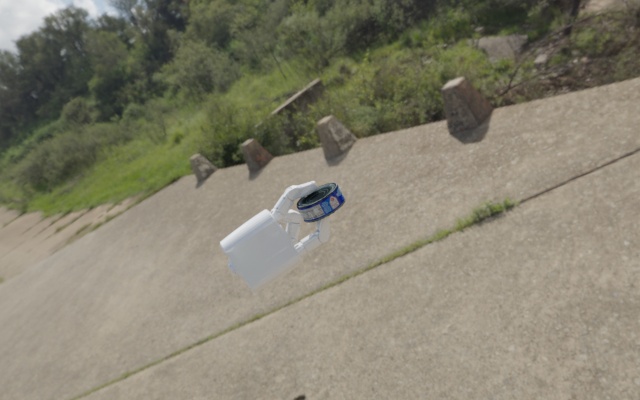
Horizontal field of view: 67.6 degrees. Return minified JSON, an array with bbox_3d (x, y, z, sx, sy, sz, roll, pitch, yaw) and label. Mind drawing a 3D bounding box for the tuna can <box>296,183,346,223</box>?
[{"bbox_3d":[0.000,0.002,0.863,0.086,0.034,0.086,-26,17,8],"label":"tuna can"}]
